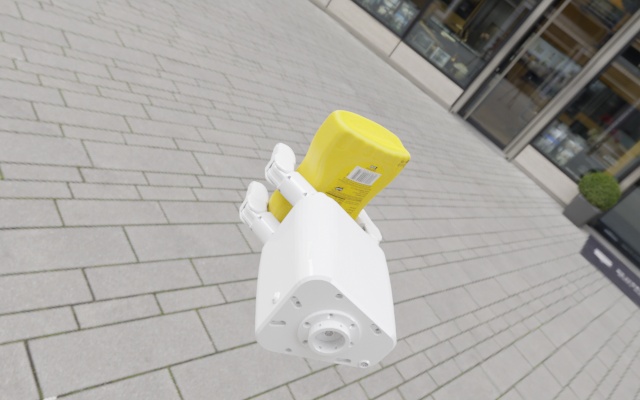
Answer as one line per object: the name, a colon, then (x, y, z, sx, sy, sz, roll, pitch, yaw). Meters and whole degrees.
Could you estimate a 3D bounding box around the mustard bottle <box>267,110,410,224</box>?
mustard bottle: (0.000, 0.001, 0.499, 0.096, 0.192, 0.058, 15, 35, -38)
